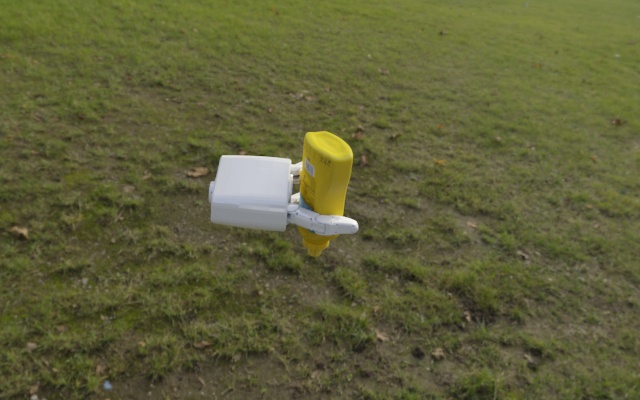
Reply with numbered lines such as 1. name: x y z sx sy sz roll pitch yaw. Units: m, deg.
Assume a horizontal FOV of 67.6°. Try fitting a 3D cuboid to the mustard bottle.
1. mustard bottle: 0.000 0.002 0.706 0.058 0.192 0.096 -8 33 -26
